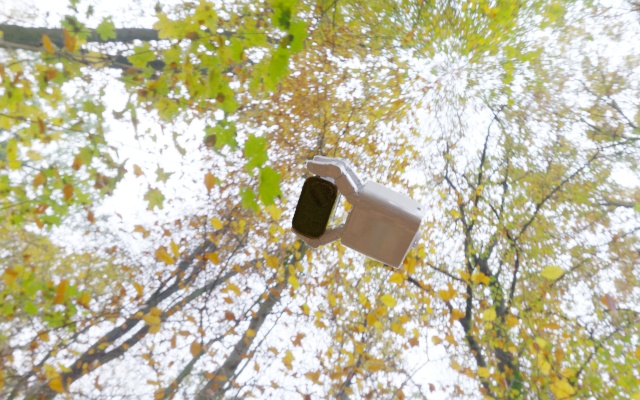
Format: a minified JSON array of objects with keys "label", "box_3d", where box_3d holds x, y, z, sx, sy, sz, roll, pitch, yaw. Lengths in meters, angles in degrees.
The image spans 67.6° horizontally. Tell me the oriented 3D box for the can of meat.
[{"label":"can of meat","box_3d":[0.000,0.003,0.796,0.057,0.102,0.084,22,19,10]}]
